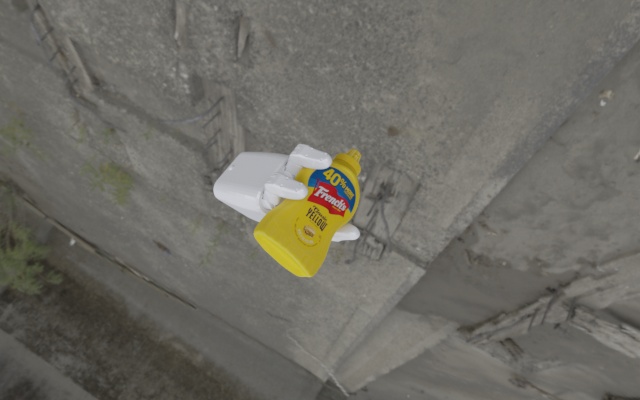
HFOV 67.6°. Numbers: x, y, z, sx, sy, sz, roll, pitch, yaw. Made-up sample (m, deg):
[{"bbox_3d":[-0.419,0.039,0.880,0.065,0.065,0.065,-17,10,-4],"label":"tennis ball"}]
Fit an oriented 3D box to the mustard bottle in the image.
[{"bbox_3d":[0.000,0.002,0.646,0.096,0.191,0.058,45,-27,-18],"label":"mustard bottle"}]
